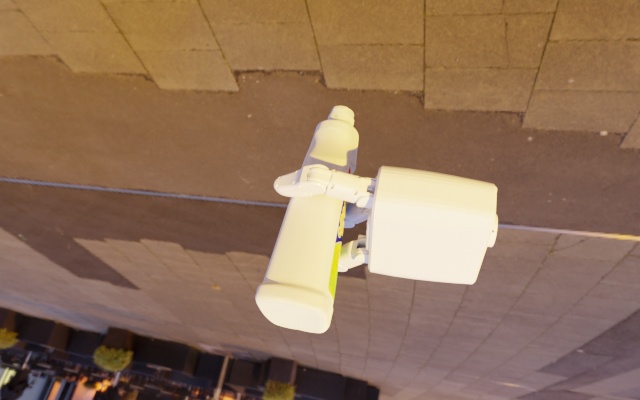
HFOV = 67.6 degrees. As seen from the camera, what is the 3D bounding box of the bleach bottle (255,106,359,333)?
[{"bbox_3d":[0.000,0.002,0.500,0.068,0.250,0.103,9,-27,8],"label":"bleach bottle"}]
